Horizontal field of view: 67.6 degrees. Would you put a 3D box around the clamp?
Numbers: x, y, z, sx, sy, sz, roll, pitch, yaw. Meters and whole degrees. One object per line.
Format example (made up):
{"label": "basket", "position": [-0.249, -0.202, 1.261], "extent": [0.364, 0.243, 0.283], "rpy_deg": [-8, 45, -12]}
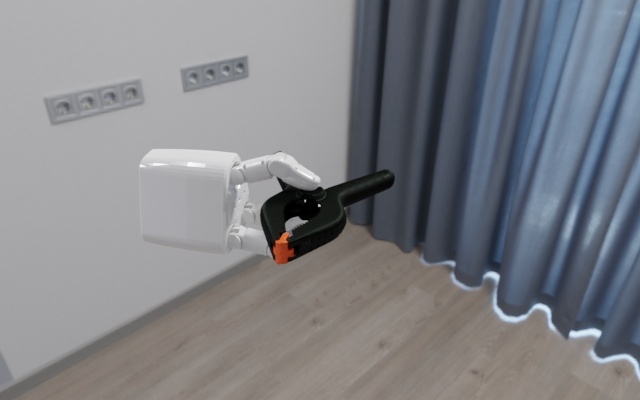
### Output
{"label": "clamp", "position": [0.000, 0.001, 0.546], "extent": [0.164, 0.036, 0.210], "rpy_deg": [6, 31, 7]}
